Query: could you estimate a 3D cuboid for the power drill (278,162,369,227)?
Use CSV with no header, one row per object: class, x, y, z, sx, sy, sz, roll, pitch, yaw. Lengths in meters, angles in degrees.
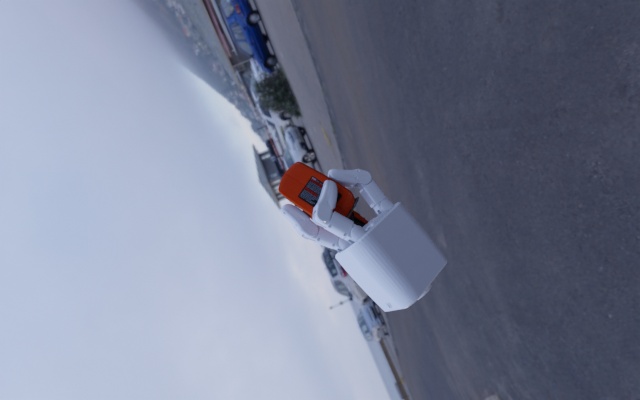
power drill,0.000,0.002,0.728,0.184,0.057,0.188,30,-4,18
